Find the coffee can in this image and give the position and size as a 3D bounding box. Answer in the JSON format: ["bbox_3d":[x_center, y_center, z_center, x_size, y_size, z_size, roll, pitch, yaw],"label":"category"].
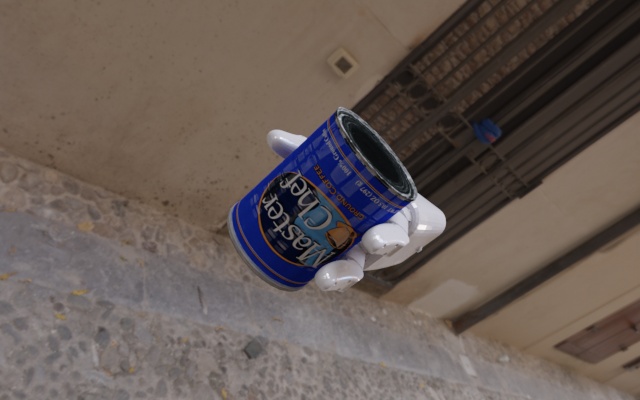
[{"bbox_3d":[0.000,0.001,0.430,0.140,0.102,0.103,-41,-18,22],"label":"coffee can"}]
